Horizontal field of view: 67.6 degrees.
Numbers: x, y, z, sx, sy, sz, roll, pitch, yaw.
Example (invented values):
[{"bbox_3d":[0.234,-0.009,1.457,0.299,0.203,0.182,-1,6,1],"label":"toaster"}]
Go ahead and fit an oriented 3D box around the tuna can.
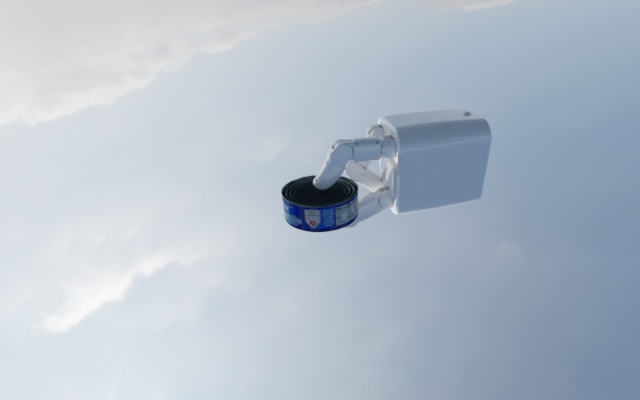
[{"bbox_3d":[0.000,0.002,0.535,0.086,0.034,0.086,-3,25,1],"label":"tuna can"}]
